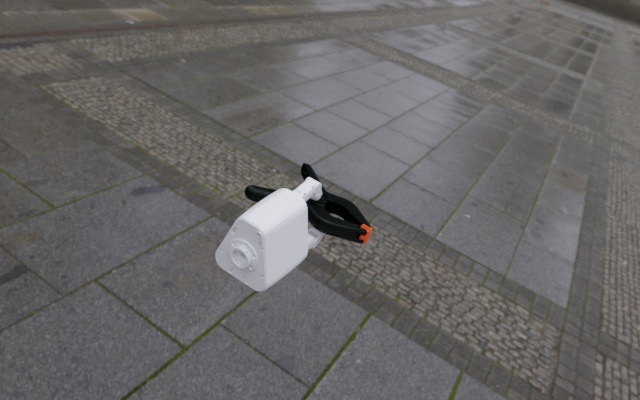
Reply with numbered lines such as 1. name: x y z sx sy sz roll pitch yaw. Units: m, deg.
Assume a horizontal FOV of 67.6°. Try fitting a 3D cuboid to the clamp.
1. clamp: 0.001 0.002 0.810 0.210 0.036 0.164 28 35 18
